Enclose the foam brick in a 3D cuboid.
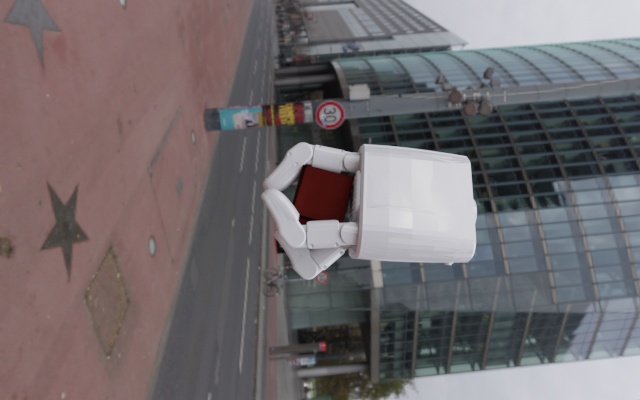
[{"bbox_3d":[0.000,0.002,0.486,0.051,0.053,0.078,14,-8,0],"label":"foam brick"}]
